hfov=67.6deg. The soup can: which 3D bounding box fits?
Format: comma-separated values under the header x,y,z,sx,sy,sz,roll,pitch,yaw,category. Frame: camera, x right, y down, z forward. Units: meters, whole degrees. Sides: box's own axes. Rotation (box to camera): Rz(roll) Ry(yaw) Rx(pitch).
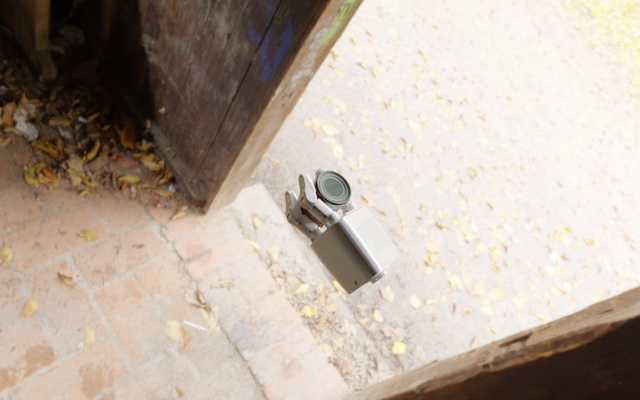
x,y,z,sx,sy,sz,roll,pitch,yaw,category
0.000,0.002,0.819,0.068,0.068,0.102,0,-29,-31,soup can
